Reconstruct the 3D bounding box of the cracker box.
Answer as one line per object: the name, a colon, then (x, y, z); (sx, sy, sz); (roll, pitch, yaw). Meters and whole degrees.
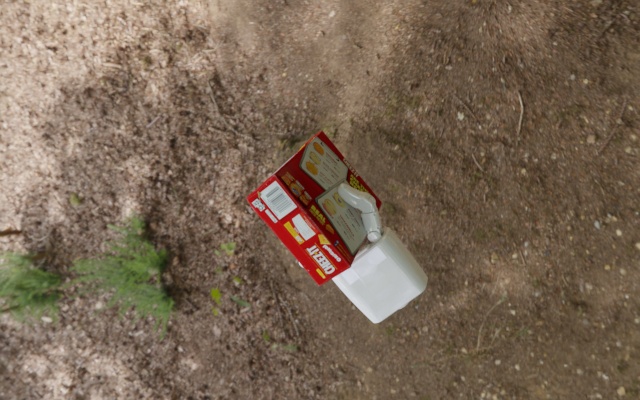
cracker box: (0.000, 0.002, 0.732); (0.072, 0.164, 0.213); (-36, 9, 29)
